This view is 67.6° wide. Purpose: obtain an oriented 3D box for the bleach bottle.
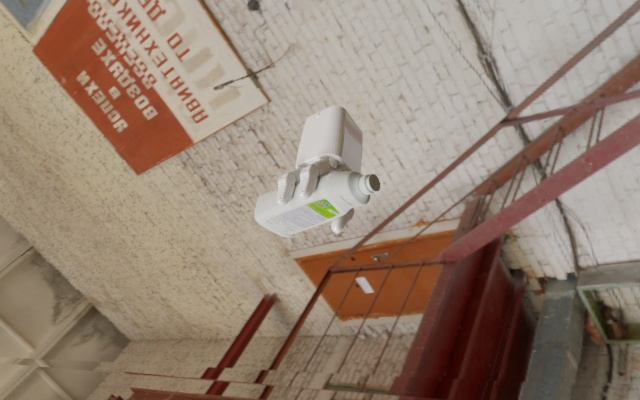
[{"bbox_3d":[0.000,0.003,0.817,0.251,0.068,0.102,-16,-35,43],"label":"bleach bottle"}]
